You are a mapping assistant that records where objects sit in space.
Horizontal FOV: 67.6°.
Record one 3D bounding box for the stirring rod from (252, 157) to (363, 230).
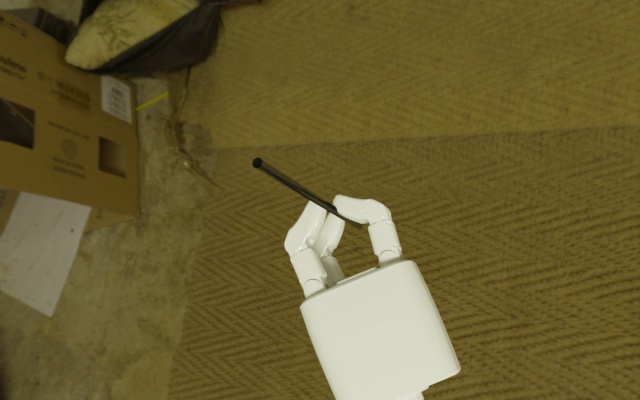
[{"bbox_3d":[0.000,0.002,0.449,0.011,0.011,0.239,0,-14,23],"label":"stirring rod"}]
